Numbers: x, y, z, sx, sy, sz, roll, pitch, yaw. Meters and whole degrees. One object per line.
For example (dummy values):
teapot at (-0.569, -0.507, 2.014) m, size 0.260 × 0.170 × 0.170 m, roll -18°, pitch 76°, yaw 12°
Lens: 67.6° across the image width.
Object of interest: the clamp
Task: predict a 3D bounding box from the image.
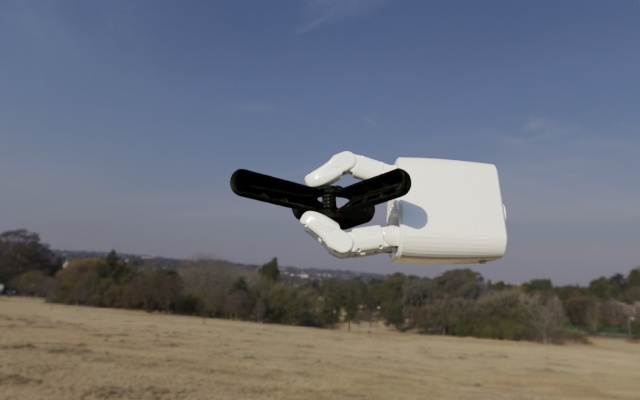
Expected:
clamp at (0.000, 0.001, 0.515) m, size 0.164 × 0.036 × 0.210 m, roll 3°, pitch -12°, yaw 2°
